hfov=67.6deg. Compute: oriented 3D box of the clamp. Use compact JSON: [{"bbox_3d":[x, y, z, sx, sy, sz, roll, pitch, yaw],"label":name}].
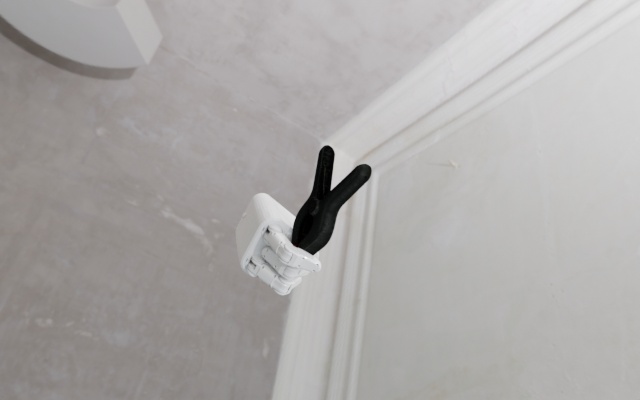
[{"bbox_3d":[0.001,0.003,0.678,0.039,0.171,0.120,26,15,-28],"label":"clamp"}]
